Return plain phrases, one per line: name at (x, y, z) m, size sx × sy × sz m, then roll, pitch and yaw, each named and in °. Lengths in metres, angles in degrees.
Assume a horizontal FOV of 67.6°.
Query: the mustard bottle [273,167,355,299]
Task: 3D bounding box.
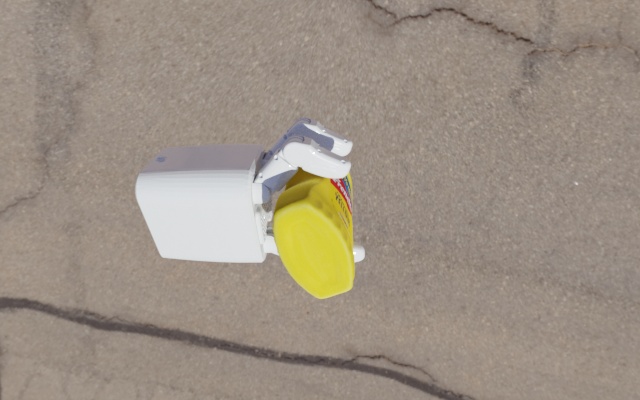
mustard bottle at (0.000, 0.002, 0.469) m, size 0.058 × 0.096 × 0.191 m, roll -22°, pitch 24°, yaw 14°
